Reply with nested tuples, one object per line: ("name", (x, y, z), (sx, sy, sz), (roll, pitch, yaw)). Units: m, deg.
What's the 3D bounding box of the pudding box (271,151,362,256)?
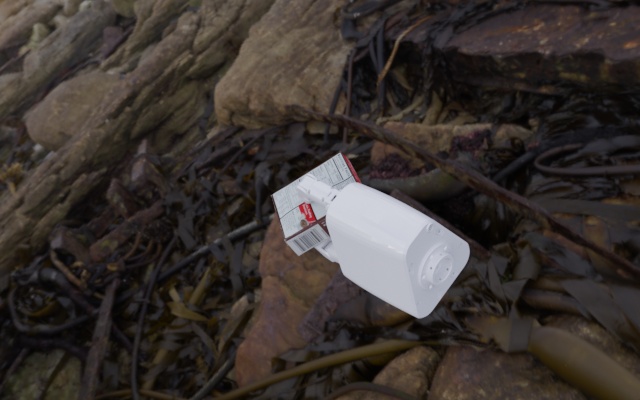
("pudding box", (0.000, 0.002, 0.593), (0.113, 0.090, 0.039), (-30, -48, 8))
